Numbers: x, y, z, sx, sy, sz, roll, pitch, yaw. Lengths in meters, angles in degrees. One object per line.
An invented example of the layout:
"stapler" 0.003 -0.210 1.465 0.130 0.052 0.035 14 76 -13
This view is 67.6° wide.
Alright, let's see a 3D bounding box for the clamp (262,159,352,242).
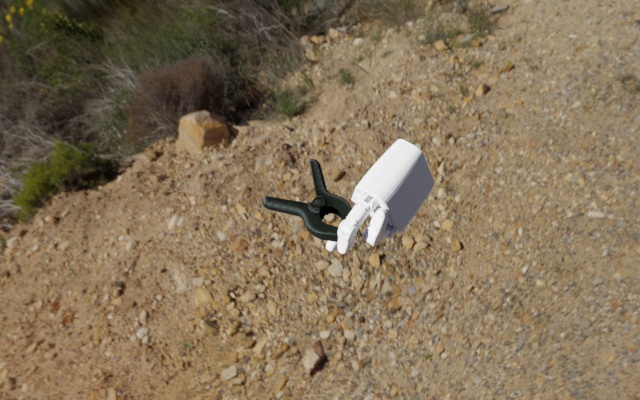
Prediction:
"clamp" 0.000 0.002 0.779 0.171 0.120 0.039 33 -15 24
